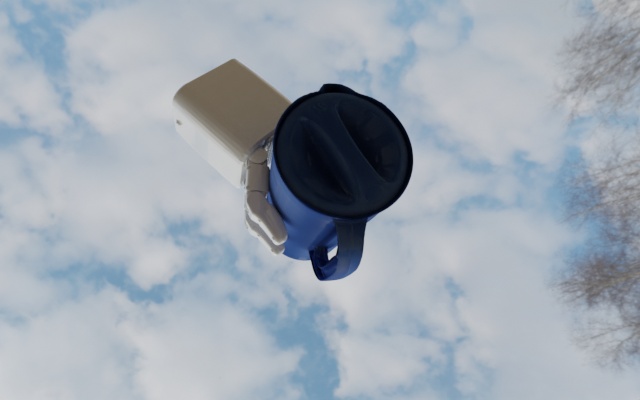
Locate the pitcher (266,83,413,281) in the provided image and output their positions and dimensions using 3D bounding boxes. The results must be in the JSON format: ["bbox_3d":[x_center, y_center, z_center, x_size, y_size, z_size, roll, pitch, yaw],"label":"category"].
[{"bbox_3d":[0.000,0.002,0.539,0.145,0.149,0.243,40,-23,4],"label":"pitcher"}]
